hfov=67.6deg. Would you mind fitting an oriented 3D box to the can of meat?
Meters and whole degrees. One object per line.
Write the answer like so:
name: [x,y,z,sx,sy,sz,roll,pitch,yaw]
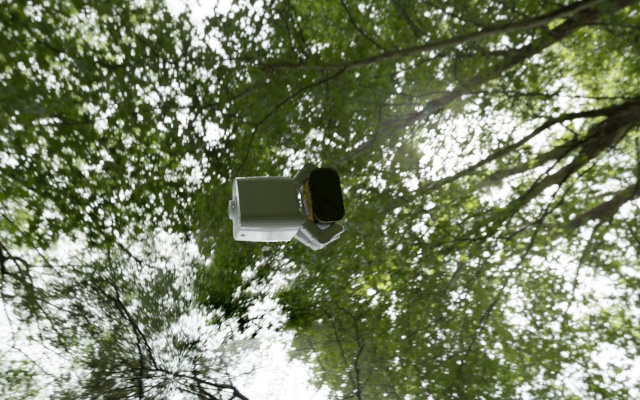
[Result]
can of meat: [0.000,0.003,0.879,0.057,0.102,0.084,-3,-19,-18]
